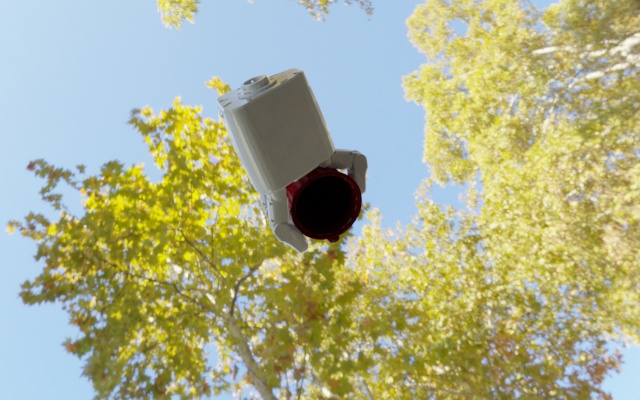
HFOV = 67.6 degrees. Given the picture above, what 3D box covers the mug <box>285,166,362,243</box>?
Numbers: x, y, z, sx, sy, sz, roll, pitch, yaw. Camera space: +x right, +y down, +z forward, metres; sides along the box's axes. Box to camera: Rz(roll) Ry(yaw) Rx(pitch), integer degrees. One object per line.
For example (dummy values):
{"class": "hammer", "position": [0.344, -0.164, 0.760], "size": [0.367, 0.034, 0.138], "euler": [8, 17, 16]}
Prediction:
{"class": "mug", "position": [0.001, 0.003, 0.631], "size": [0.093, 0.117, 0.081], "euler": [-25, 29, -8]}
